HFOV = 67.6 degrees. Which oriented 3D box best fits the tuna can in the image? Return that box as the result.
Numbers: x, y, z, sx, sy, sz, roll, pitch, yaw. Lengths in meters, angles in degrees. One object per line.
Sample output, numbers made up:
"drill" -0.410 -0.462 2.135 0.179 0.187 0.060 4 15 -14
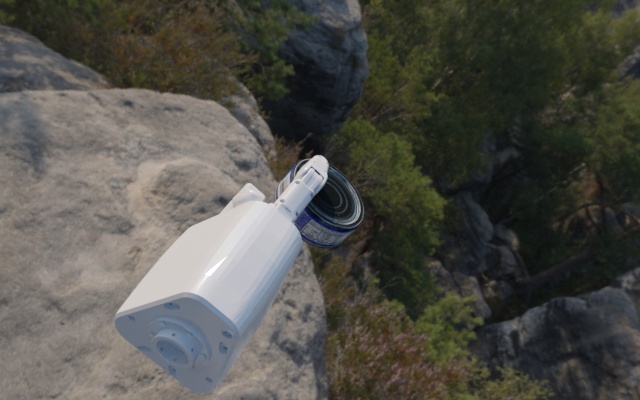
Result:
"tuna can" 0.000 0.001 0.464 0.086 0.086 0.034 0 -35 -44
